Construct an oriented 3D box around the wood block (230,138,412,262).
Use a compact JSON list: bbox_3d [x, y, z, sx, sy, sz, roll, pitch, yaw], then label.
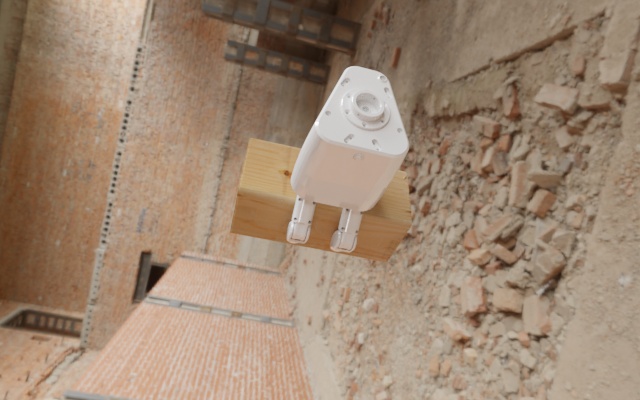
[{"bbox_3d":[0.000,0.001,0.604,0.206,0.090,0.090,12,-42,-9],"label":"wood block"}]
